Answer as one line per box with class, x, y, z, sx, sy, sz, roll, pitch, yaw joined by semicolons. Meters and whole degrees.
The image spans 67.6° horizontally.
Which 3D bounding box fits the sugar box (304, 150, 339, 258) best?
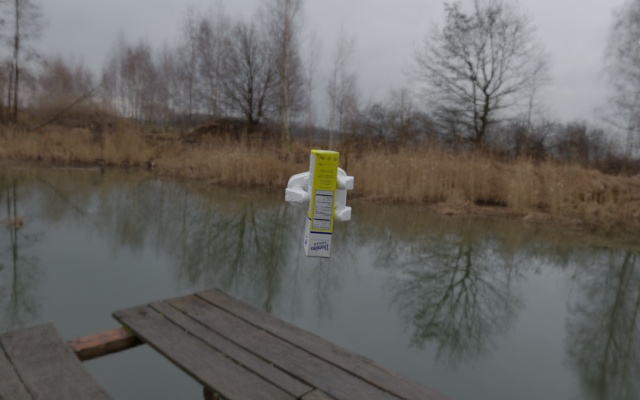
sugar box;0.001;0.003;0.823;0.048;0.176;0.093;2;8;-5
